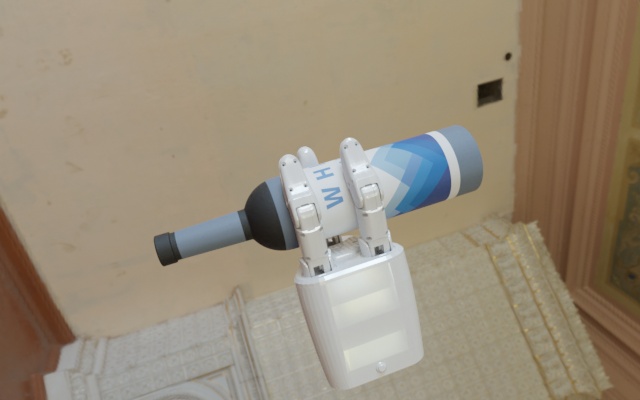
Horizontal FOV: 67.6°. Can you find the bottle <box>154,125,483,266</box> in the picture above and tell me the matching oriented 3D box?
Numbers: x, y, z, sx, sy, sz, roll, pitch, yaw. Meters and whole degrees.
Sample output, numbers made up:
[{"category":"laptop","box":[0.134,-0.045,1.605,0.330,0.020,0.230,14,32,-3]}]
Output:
[{"category":"bottle","box":[0.000,0.001,0.435,0.295,0.069,0.069,-17,3,-11]}]
